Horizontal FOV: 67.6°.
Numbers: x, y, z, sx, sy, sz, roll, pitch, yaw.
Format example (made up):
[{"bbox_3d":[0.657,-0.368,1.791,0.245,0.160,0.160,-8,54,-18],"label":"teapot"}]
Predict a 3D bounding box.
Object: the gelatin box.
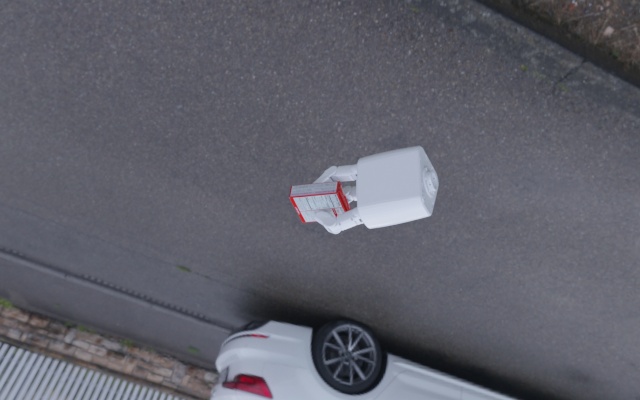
[{"bbox_3d":[0.000,0.003,0.817,0.089,0.030,0.073,-6,-40,17],"label":"gelatin box"}]
